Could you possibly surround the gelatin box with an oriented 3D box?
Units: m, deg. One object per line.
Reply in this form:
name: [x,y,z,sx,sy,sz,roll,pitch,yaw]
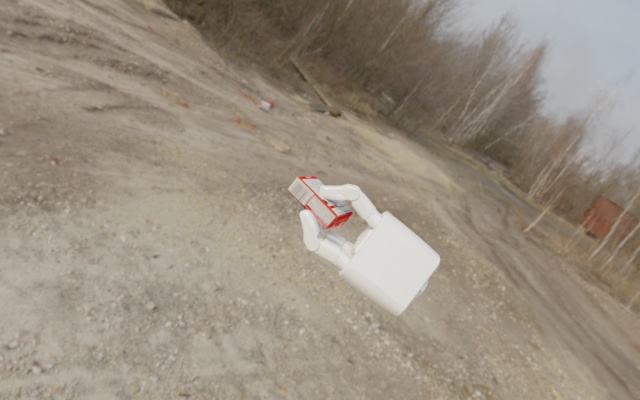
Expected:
gelatin box: [0.000,0.002,0.725,0.089,0.030,0.073,45,17,12]
